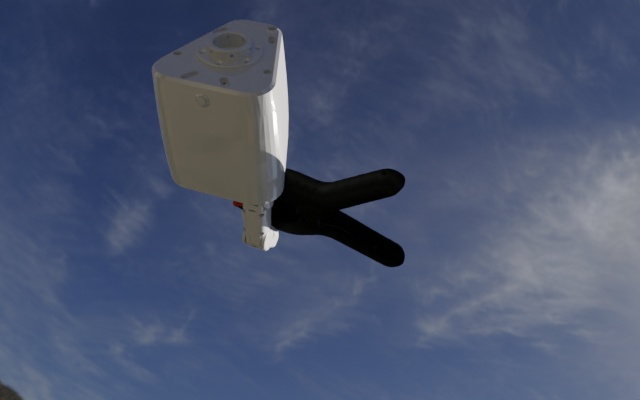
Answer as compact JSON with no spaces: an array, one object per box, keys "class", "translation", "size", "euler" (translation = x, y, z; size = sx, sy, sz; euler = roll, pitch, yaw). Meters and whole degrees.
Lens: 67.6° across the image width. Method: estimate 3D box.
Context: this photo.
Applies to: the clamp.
[{"class":"clamp","translation":[0.000,0.001,0.432],"size":[0.171,0.120,0.039],"euler":[14,47,10]}]
